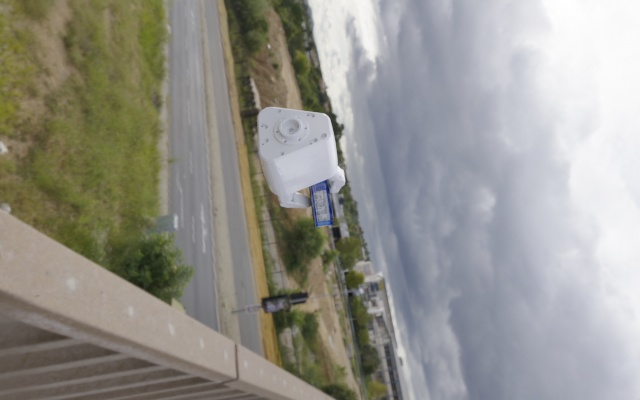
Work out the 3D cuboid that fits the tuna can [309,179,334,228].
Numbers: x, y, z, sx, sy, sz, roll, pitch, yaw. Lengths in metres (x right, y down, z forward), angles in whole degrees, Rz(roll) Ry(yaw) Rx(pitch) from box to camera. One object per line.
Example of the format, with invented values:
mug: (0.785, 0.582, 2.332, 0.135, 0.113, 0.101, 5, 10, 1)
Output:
tuna can: (0.001, 0.003, 0.822, 0.034, 0.086, 0.086, -8, 0, -2)
